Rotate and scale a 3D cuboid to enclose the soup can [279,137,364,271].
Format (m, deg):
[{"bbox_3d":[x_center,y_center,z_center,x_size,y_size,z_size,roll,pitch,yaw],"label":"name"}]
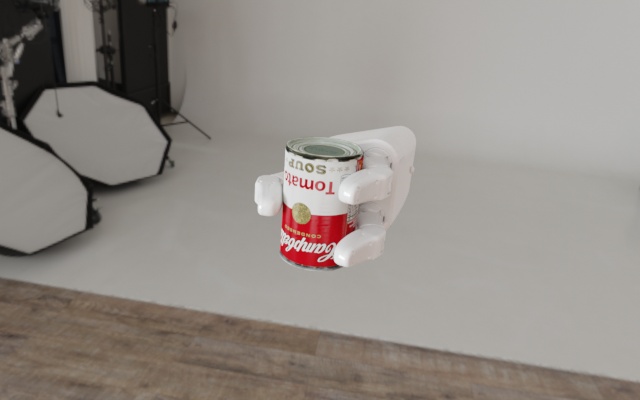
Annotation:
[{"bbox_3d":[0.000,0.001,0.420,0.068,0.102,0.068,4,21,-2],"label":"soup can"}]
